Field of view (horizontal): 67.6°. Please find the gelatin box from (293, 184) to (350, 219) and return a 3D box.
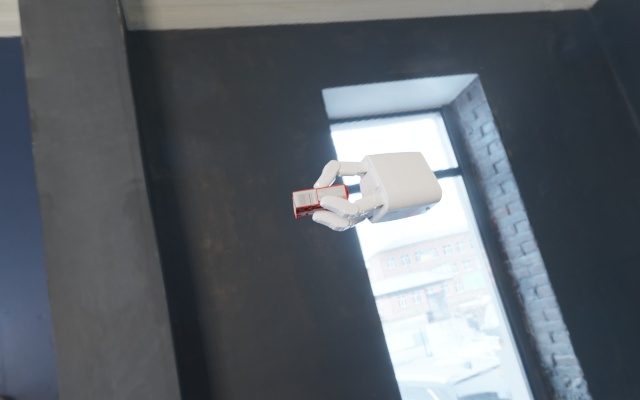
[{"bbox_3d":[0.000,0.002,0.789,0.089,0.030,0.073,-9,-15,-4],"label":"gelatin box"}]
